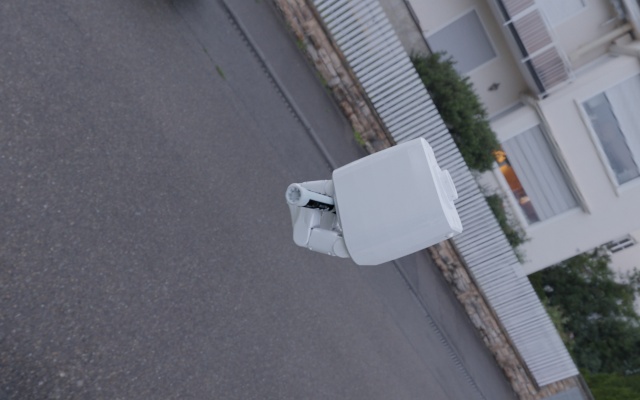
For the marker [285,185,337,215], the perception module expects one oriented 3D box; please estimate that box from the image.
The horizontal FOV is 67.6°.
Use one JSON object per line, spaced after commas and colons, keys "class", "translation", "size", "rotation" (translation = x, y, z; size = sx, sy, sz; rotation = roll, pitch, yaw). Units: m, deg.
{"class": "marker", "translation": [0.000, 0.002, 0.498], "size": [0.020, 0.020, 0.121], "rotation": [0, -7, 24]}
